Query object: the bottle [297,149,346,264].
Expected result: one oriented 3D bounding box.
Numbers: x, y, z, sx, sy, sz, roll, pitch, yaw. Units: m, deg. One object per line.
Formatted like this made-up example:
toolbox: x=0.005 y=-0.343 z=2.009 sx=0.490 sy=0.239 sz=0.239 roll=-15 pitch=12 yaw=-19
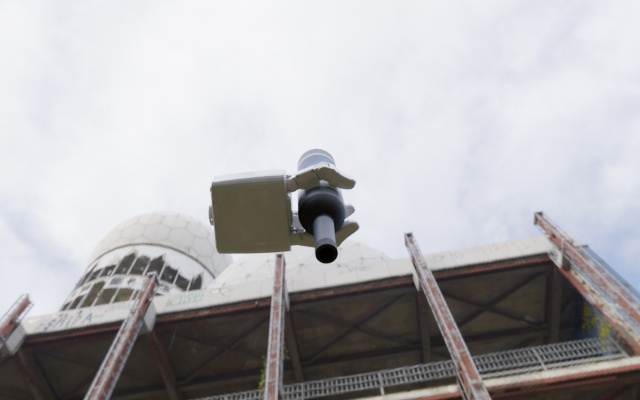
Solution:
bottle: x=0.000 y=0.002 z=0.692 sx=0.069 sy=0.069 sz=0.295 roll=0 pitch=24 yaw=-3
